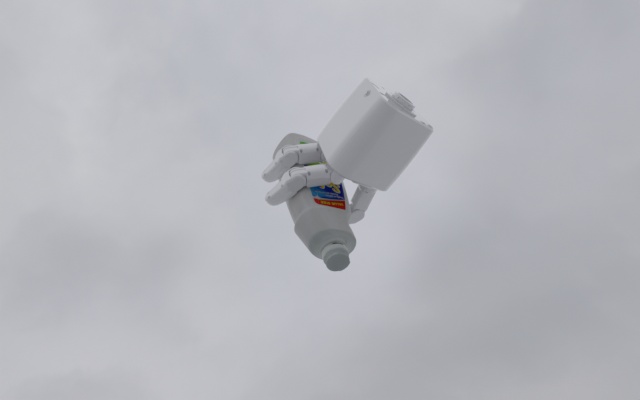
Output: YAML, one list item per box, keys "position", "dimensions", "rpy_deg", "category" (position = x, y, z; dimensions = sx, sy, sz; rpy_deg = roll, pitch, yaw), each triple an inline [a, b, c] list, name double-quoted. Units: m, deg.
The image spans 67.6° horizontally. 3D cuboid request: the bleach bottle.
- position: [0.000, 0.002, 0.643]
  dimensions: [0.102, 0.068, 0.250]
  rpy_deg: [24, 26, -28]
  category: "bleach bottle"
